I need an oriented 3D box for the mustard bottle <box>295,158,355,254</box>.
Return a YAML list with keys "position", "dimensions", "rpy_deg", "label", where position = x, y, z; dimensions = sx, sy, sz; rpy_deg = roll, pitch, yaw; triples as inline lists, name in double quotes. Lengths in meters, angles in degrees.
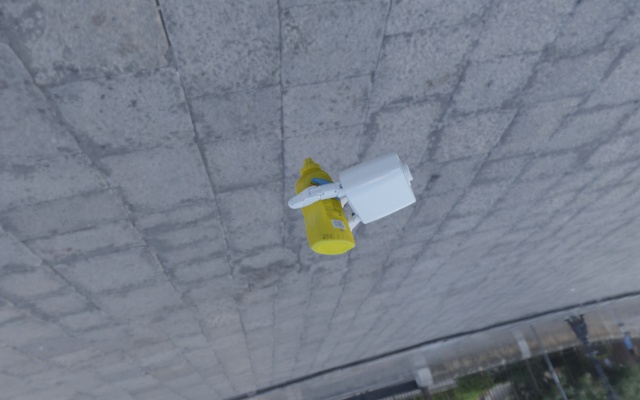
- position: [0.000, 0.003, 0.889]
  dimensions: [0.096, 0.191, 0.058]
  rpy_deg: [12, -38, -45]
  label: "mustard bottle"
